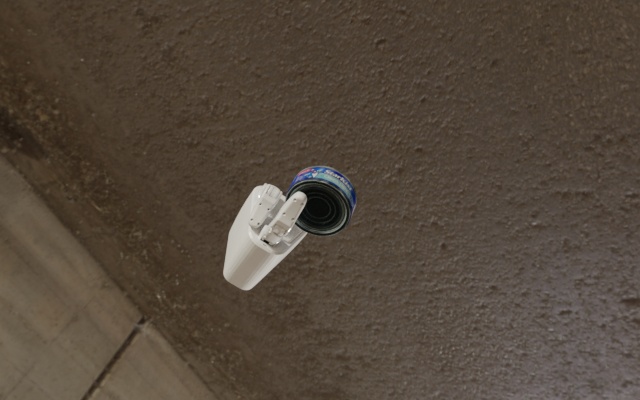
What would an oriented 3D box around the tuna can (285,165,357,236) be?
[{"bbox_3d":[0.000,0.002,0.591,0.086,0.086,0.033,0,33,18],"label":"tuna can"}]
